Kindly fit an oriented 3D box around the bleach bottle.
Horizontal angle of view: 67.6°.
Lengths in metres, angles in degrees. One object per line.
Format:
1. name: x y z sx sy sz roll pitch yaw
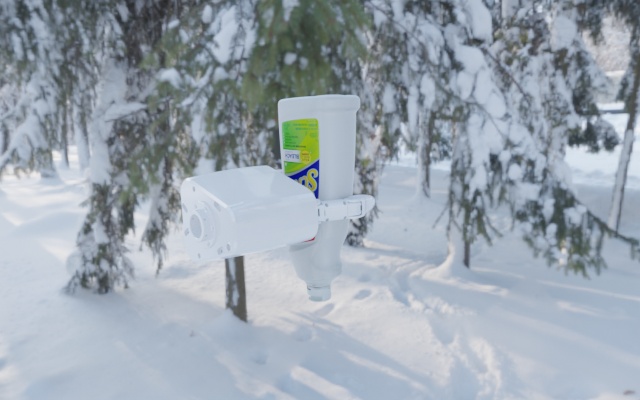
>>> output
1. bleach bottle: 0.000 0.002 0.584 0.068 0.251 0.102 -11 13 -43
